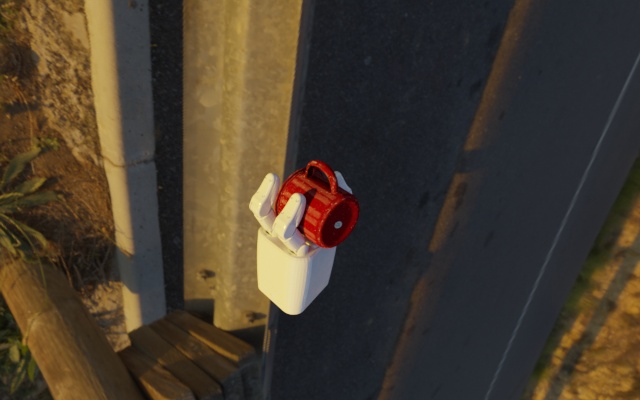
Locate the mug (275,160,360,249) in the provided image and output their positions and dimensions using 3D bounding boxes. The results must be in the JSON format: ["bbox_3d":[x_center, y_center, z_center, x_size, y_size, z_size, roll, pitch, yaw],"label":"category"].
[{"bbox_3d":[0.000,0.001,0.641,0.093,0.117,0.081,-22,41,-39],"label":"mug"}]
